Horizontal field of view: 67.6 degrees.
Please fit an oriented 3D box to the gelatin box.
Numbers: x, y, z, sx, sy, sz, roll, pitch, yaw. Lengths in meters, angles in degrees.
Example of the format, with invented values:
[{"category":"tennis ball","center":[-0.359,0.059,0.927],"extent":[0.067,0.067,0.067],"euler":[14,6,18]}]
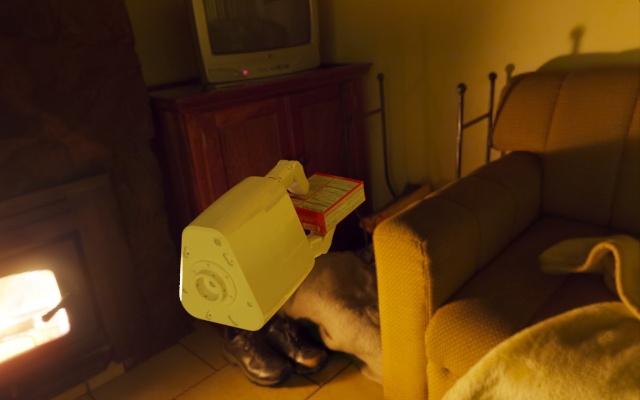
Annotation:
[{"category":"gelatin box","center":[0.000,0.001,0.574],"extent":[0.073,0.030,0.089],"euler":[12,36,35]}]
